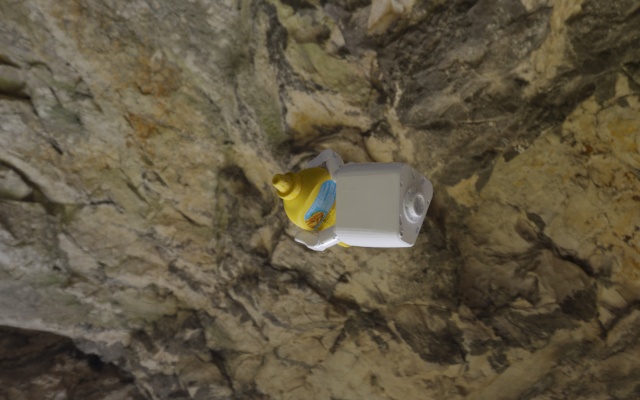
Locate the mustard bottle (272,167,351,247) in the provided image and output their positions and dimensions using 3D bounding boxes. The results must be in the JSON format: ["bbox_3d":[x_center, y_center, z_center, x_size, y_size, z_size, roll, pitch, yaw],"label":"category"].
[{"bbox_3d":[0.000,0.002,0.738,0.192,0.096,0.058,27,4,-43],"label":"mustard bottle"}]
